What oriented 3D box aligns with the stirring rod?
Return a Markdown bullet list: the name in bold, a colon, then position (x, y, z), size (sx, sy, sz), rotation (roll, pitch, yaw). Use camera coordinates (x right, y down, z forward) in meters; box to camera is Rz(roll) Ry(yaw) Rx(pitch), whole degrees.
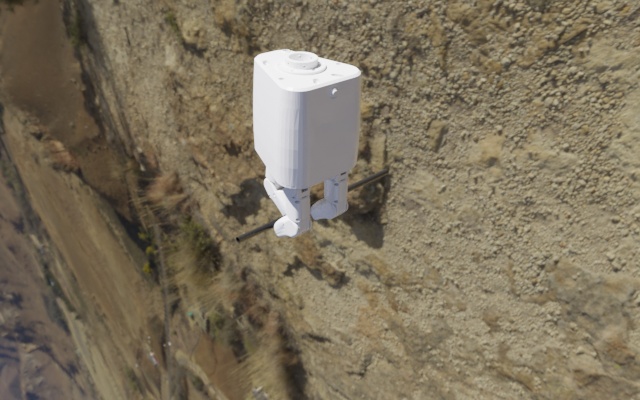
- **stirring rod**: position (0.000, 0.002, 0.593), size (0.239, 0.011, 0.011), rotation (-25, 14, -33)
